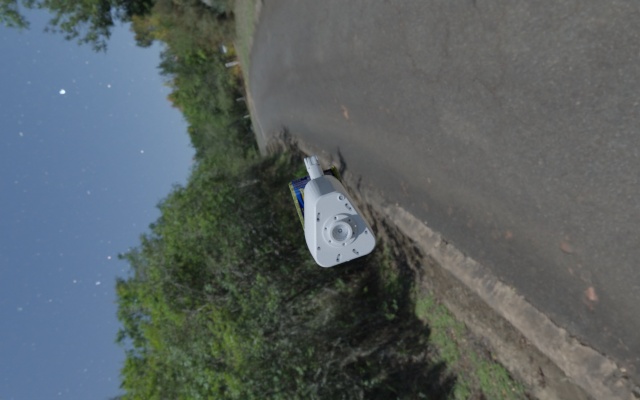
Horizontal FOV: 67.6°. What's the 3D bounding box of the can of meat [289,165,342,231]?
[{"bbox_3d":[0.000,0.003,0.813,0.084,0.102,0.057,-18,18,-3],"label":"can of meat"}]
